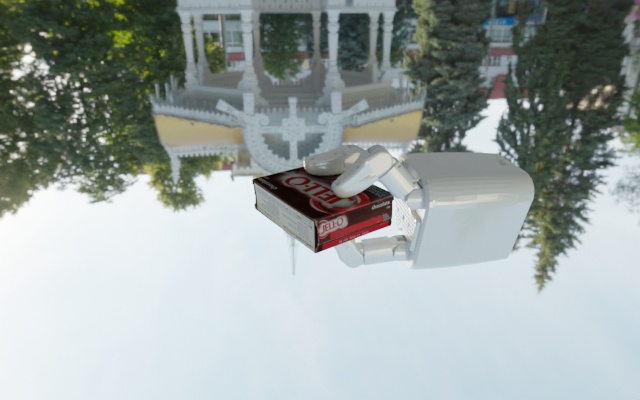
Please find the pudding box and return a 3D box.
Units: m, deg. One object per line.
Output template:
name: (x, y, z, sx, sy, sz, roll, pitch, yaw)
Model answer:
pudding box: (0.000, 0.002, 0.460, 0.090, 0.039, 0.113, -16, 27, -33)
